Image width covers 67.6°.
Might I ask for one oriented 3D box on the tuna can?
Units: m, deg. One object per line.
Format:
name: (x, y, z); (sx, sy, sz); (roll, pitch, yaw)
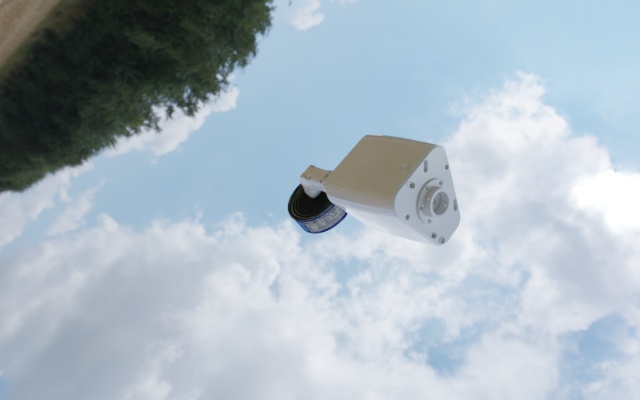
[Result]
tuna can: (0.000, 0.002, 0.641); (0.086, 0.086, 0.034); (0, -39, 41)
